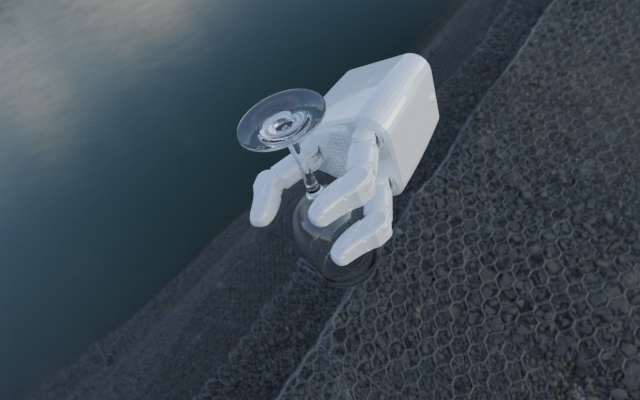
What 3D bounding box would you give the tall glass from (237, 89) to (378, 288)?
[{"bbox_3d":[0.000,0.001,0.438,0.079,0.079,0.201,0,-42,24],"label":"tall glass"}]
